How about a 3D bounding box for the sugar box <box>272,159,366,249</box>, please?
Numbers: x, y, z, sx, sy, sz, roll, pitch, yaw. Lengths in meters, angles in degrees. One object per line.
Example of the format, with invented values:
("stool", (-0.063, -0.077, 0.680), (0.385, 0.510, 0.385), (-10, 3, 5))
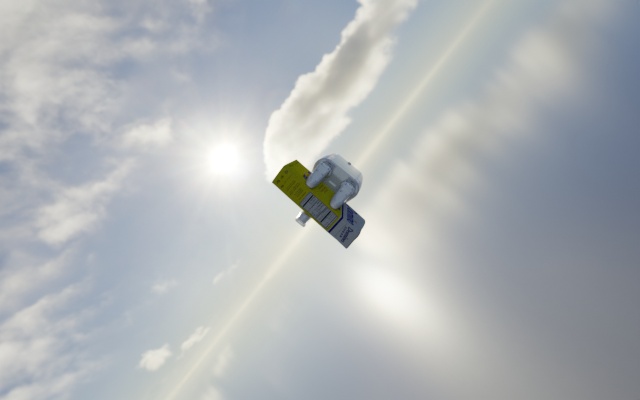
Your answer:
("sugar box", (0.000, 0.002, 0.854), (0.176, 0.048, 0.093), (39, 17, 1))
